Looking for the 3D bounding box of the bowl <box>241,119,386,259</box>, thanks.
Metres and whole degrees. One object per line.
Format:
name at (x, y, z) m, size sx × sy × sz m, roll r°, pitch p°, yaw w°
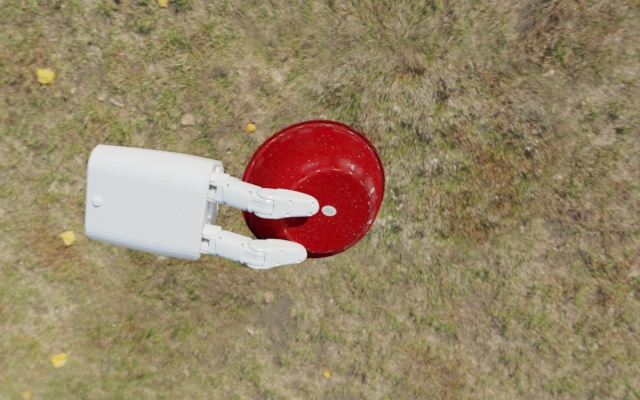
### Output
bowl at (0.001, 0.002, 0.494) m, size 0.162 × 0.162 × 0.055 m, roll 0°, pitch 23°, yaw -16°
